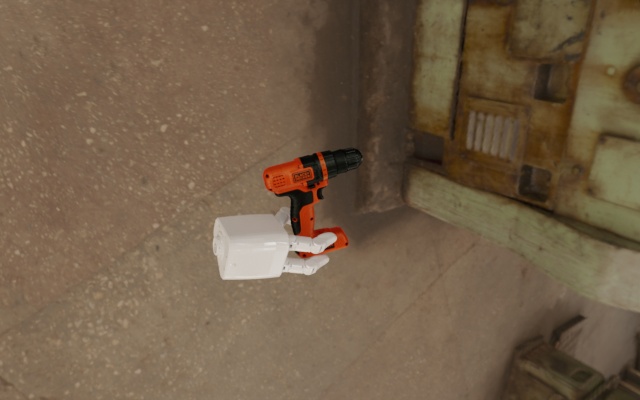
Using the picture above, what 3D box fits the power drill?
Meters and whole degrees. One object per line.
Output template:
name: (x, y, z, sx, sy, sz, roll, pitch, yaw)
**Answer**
power drill: (0.000, 0.003, 0.885, 0.184, 0.188, 0.057, -14, 21, -7)
